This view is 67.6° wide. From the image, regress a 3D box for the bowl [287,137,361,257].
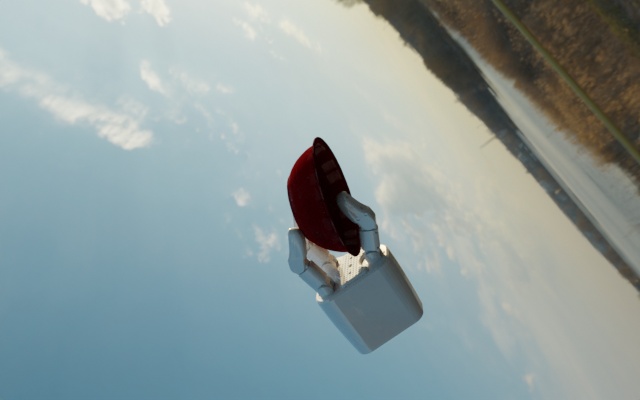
[{"bbox_3d":[-0.001,0.001,0.621,0.055,0.162,0.162,-18,-5,14],"label":"bowl"}]
